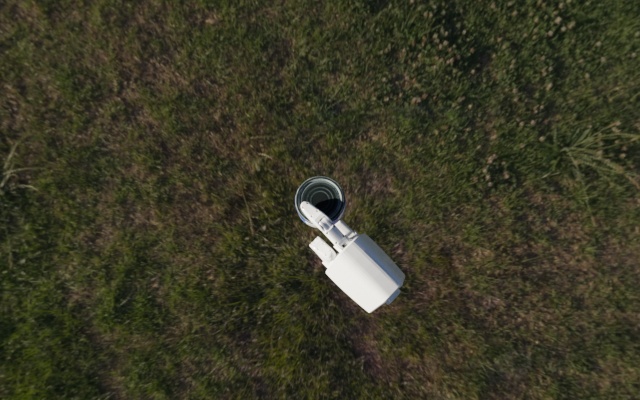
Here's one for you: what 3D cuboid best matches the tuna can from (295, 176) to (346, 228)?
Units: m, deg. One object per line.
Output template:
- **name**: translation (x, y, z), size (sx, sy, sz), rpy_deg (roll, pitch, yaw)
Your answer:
- **tuna can**: translation (0.000, 0.002, 0.809), size (0.086, 0.086, 0.034), rpy_deg (0, -13, 5)
